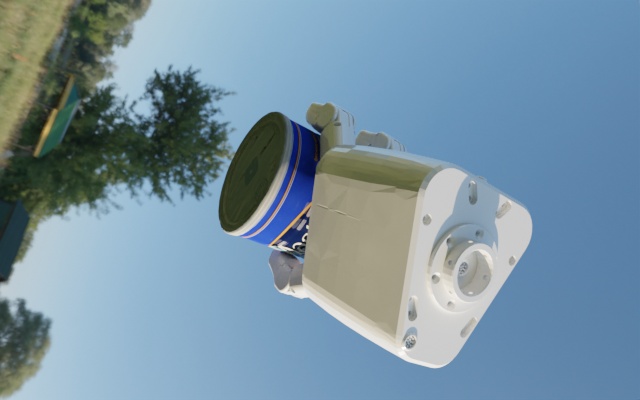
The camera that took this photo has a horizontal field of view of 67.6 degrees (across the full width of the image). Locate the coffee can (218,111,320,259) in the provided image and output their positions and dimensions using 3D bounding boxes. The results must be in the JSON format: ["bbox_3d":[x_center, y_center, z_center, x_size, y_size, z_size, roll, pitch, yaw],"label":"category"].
[{"bbox_3d":[0.000,0.001,0.406,0.140,0.103,0.103,24,-12,-29],"label":"coffee can"}]
